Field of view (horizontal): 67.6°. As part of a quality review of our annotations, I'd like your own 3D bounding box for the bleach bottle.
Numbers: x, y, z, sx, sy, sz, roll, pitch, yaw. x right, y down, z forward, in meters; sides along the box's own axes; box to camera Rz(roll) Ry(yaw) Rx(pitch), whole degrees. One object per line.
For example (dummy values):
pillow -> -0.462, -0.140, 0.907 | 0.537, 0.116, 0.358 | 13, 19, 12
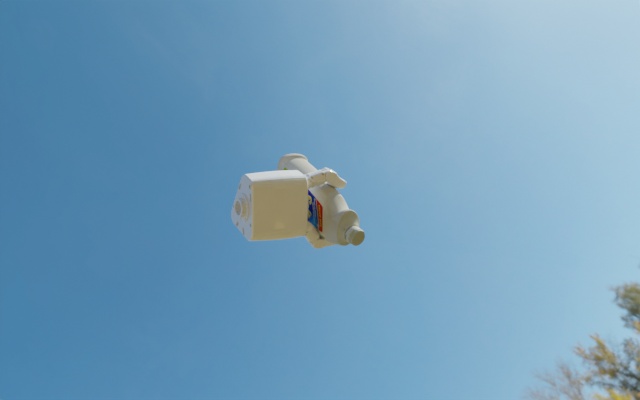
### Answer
bleach bottle -> 0.000, 0.003, 0.894 | 0.068, 0.103, 0.250 | -5, 28, -33
